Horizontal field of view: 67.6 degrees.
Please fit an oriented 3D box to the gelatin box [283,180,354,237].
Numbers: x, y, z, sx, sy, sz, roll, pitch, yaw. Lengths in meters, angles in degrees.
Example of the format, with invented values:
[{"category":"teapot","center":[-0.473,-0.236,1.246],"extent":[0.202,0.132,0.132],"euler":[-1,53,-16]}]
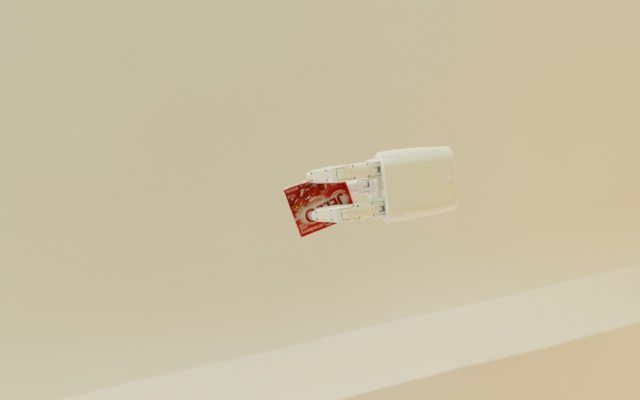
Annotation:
[{"category":"gelatin box","center":[0.000,0.002,0.686],"extent":[0.089,0.073,0.030],"euler":[-21,8,-2]}]
